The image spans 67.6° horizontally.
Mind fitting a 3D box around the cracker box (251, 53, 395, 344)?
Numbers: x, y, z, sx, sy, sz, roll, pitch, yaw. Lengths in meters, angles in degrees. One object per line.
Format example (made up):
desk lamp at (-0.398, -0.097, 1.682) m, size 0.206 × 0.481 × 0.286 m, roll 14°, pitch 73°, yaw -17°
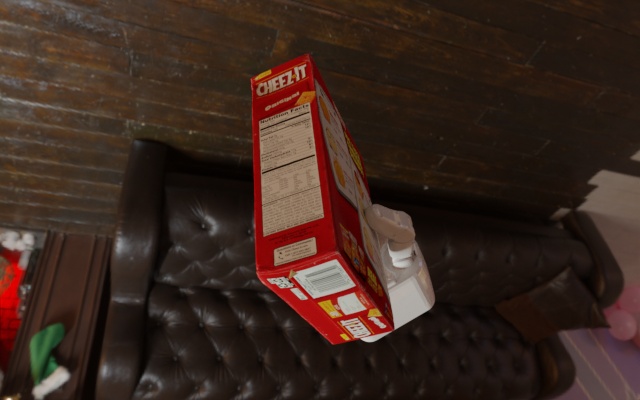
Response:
cracker box at (0.000, 0.002, 0.441) m, size 0.072 × 0.213 × 0.164 m, roll -18°, pitch -37°, yaw 13°
